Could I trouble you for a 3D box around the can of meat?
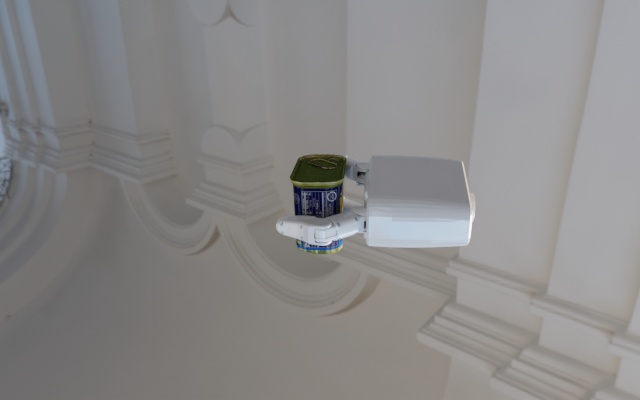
[{"bbox_3d":[0.000,0.002,0.541,0.057,0.084,0.102,0,22,5],"label":"can of meat"}]
